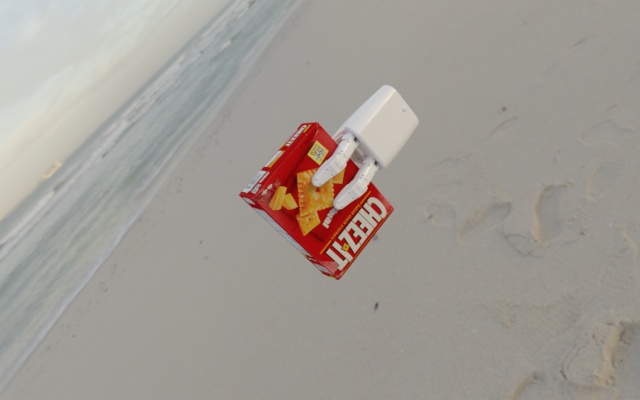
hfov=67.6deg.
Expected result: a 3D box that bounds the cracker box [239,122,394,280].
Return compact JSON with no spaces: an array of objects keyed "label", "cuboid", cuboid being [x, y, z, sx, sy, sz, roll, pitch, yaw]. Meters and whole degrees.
[{"label":"cracker box","cuboid":[0.000,0.002,0.794,0.214,0.164,0.072,46,-14,-23]}]
